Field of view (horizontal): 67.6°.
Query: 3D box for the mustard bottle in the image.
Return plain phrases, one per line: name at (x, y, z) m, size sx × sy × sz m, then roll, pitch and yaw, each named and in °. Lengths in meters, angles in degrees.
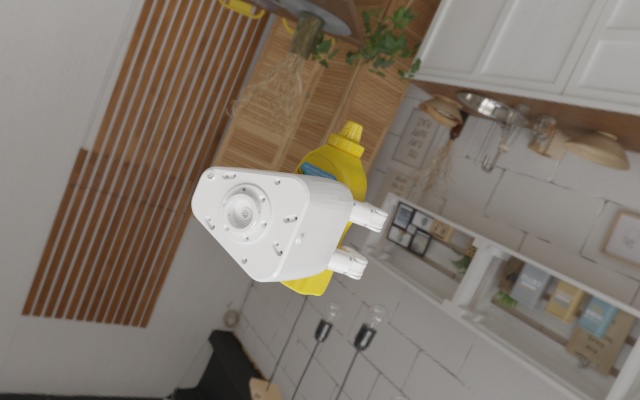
mustard bottle at (0.000, 0.002, 0.537) m, size 0.058 × 0.191 × 0.096 m, roll 17°, pitch 9°, yaw -43°
